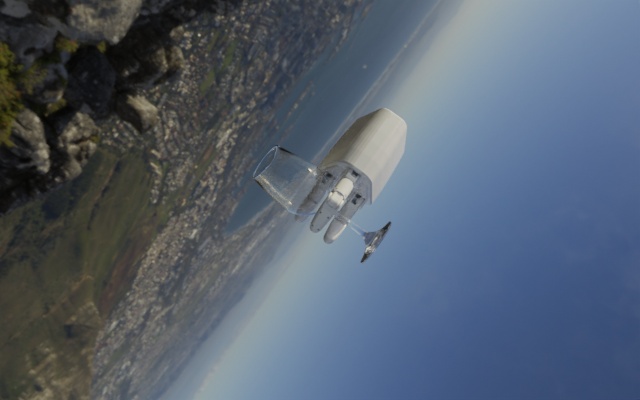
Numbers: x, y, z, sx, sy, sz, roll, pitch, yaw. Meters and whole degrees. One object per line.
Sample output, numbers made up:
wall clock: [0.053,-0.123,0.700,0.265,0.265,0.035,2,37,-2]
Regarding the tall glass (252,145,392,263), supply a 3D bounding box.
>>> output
tall glass: [0.001,0.003,0.690,0.201,0.079,0.079,36,0,1]
